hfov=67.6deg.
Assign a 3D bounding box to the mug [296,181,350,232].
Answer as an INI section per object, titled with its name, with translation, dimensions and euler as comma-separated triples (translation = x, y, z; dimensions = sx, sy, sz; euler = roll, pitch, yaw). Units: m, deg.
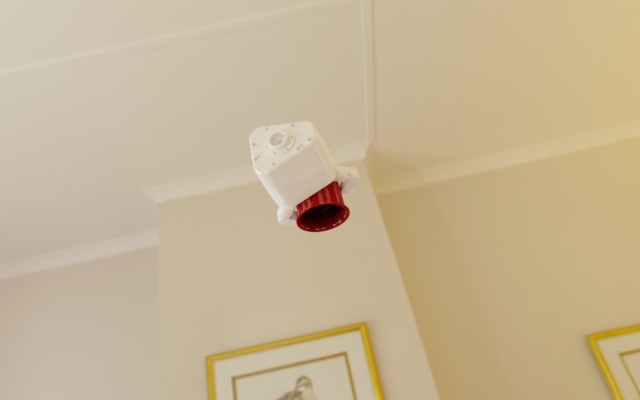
[mug]
translation = 0.001, 0.003, 0.838
dimensions = 0.093, 0.081, 0.117
euler = -18, -33, 8
